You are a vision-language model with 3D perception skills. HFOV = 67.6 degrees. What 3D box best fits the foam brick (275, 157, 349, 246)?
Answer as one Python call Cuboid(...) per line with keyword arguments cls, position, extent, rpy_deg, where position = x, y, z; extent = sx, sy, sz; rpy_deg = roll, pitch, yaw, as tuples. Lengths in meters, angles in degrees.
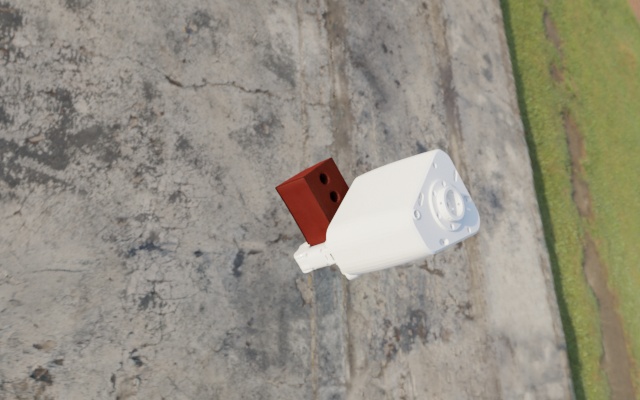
Cuboid(cls="foam brick", position=(0.000, 0.002, 0.522), extent=(0.051, 0.078, 0.053), rpy_deg=(-21, 12, 48))
